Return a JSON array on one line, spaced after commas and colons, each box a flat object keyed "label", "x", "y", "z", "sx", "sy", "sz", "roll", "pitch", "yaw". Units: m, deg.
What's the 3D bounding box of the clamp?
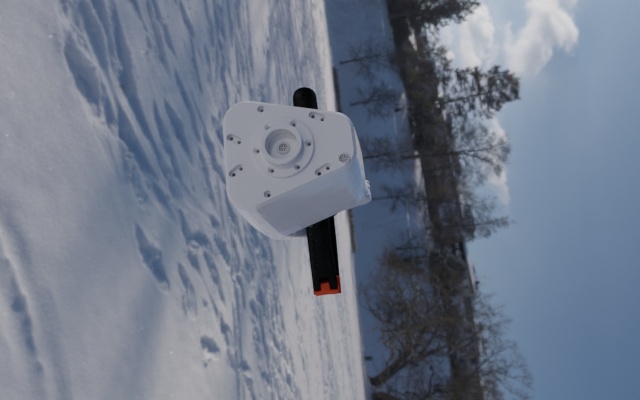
[{"label": "clamp", "x": 0.001, "y": 0.002, "z": 0.540, "sx": 0.036, "sy": 0.210, "sz": 0.164, "roll": -7, "pitch": -15, "yaw": 5}]
